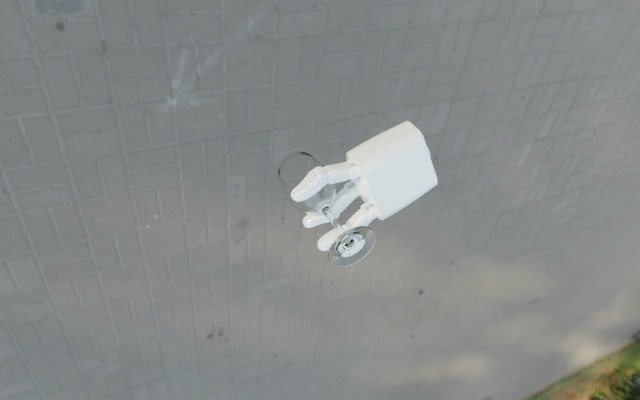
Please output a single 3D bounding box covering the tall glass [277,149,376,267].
[{"bbox_3d":[0.000,0.003,0.710,0.079,0.079,0.201,0,38,-34],"label":"tall glass"}]
